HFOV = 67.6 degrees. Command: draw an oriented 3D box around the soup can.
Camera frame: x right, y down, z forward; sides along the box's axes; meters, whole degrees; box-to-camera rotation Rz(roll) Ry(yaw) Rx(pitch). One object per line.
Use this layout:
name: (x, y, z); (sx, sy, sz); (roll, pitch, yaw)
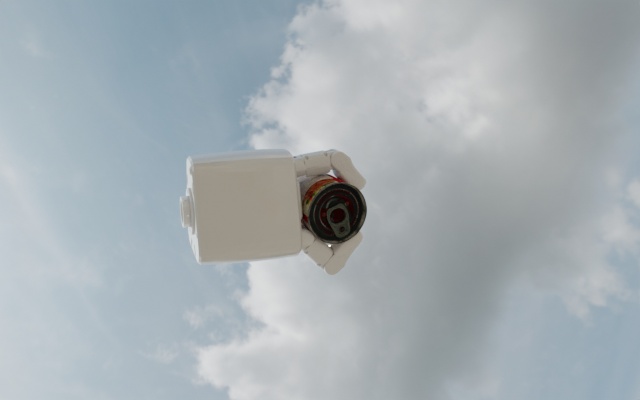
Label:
soup can: (0.000, 0.002, 0.548); (0.068, 0.068, 0.102); (0, 14, -23)
